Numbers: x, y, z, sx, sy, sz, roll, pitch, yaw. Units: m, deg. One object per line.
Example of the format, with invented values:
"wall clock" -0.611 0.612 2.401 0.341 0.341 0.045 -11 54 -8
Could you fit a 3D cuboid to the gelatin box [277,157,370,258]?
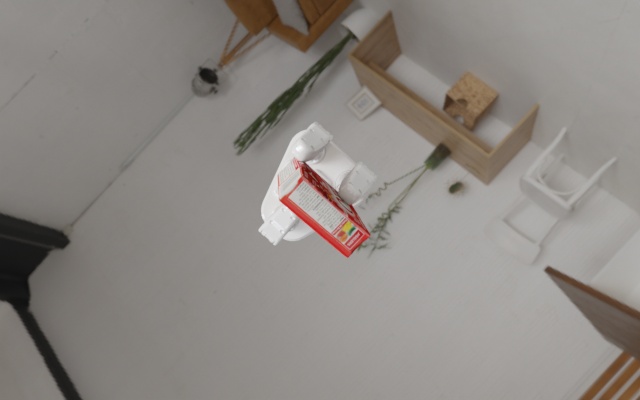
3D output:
"gelatin box" 0.000 0.002 0.402 0.073 0.030 0.089 42 8 -15
